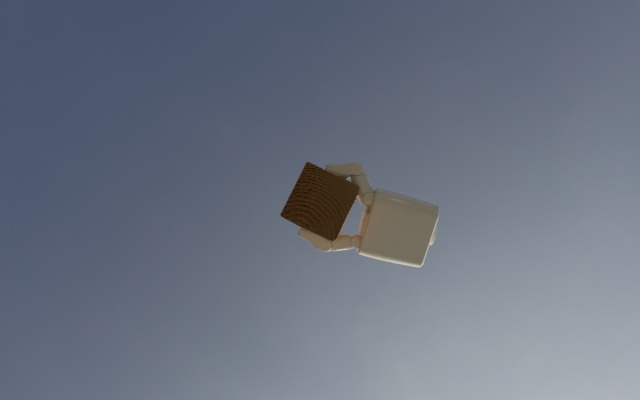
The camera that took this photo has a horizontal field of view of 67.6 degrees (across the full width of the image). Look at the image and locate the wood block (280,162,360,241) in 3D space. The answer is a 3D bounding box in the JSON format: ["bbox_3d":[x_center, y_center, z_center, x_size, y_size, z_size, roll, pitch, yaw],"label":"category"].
[{"bbox_3d":[0.000,0.003,0.786,0.090,0.091,0.206,26,-1,1],"label":"wood block"}]
